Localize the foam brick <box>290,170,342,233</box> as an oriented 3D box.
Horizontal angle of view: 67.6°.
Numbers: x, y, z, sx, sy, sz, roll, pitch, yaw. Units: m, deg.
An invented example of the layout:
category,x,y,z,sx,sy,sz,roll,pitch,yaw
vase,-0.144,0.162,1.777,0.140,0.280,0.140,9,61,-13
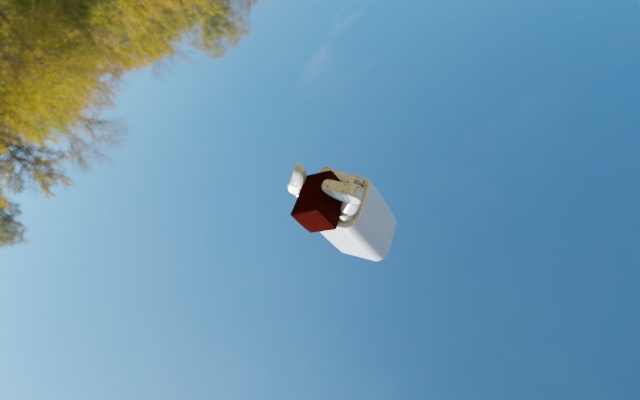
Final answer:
category,x,y,z,sx,sy,sz,roll,pitch,yaw
foam brick,0.000,0.003,0.718,0.053,0.078,0.051,-10,-44,37
